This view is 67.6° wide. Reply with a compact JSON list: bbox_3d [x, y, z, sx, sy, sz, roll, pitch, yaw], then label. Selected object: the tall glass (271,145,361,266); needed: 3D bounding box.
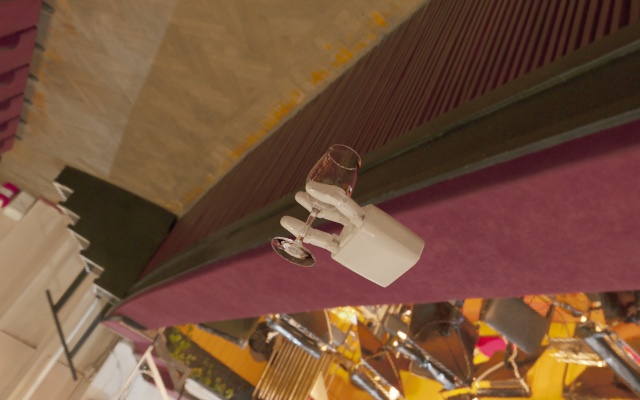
[{"bbox_3d":[0.000,0.003,0.766,0.079,0.201,0.079,21,-30,13],"label":"tall glass"}]
